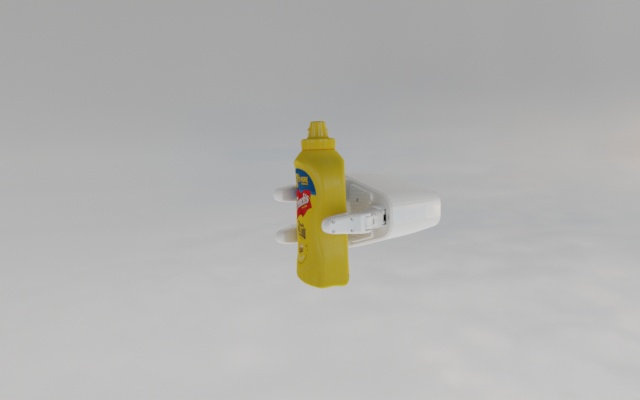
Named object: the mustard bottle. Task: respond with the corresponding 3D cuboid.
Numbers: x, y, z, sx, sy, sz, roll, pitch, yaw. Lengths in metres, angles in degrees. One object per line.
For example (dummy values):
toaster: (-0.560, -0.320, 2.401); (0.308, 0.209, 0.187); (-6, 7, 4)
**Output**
mustard bottle: (0.000, 0.002, 0.573); (0.058, 0.191, 0.096); (-3, 6, -16)
